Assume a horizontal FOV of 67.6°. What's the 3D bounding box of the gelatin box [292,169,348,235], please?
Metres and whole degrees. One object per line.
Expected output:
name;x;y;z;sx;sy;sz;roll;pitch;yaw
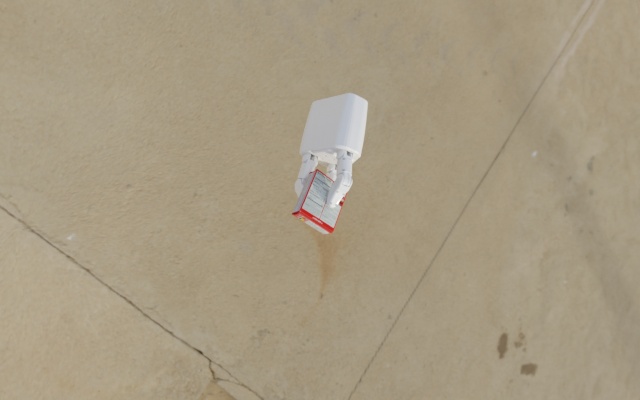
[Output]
gelatin box;0.000;0.003;0.816;0.073;0.089;0.030;34;-29;-24
